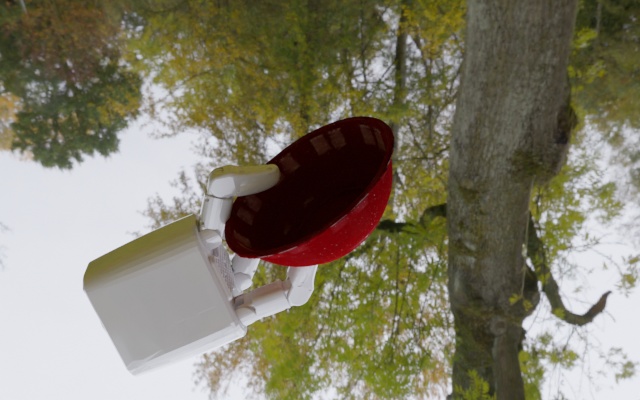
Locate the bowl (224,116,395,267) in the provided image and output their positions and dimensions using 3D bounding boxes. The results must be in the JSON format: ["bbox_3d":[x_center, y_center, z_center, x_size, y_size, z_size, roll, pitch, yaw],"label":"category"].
[{"bbox_3d":[0.001,0.001,0.400,0.162,0.162,0.055,0,-44,48],"label":"bowl"}]
